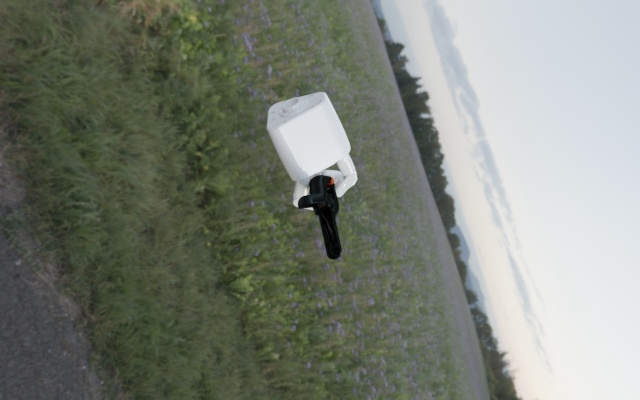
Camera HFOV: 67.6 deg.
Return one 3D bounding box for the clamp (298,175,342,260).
[{"bbox_3d":[0.001,0.002,0.789,0.039,0.120,0.171,-18,37,11],"label":"clamp"}]
